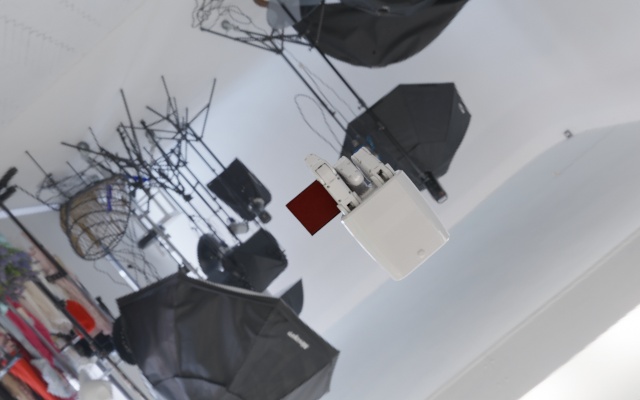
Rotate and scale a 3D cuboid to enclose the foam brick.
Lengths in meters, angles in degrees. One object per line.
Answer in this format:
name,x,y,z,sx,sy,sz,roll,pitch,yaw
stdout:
foam brick,0.000,0.002,0.622,0.078,0.051,0.053,-40,5,-2
